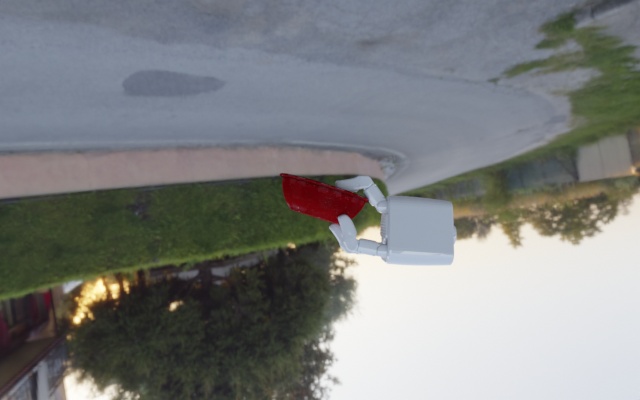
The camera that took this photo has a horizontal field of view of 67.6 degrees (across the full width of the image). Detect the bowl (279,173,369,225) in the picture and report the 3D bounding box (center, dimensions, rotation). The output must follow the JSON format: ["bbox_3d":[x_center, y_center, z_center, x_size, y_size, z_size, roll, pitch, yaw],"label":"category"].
[{"bbox_3d":[-0.001,0.003,0.812,0.162,0.055,0.162,17,-2,1],"label":"bowl"}]
